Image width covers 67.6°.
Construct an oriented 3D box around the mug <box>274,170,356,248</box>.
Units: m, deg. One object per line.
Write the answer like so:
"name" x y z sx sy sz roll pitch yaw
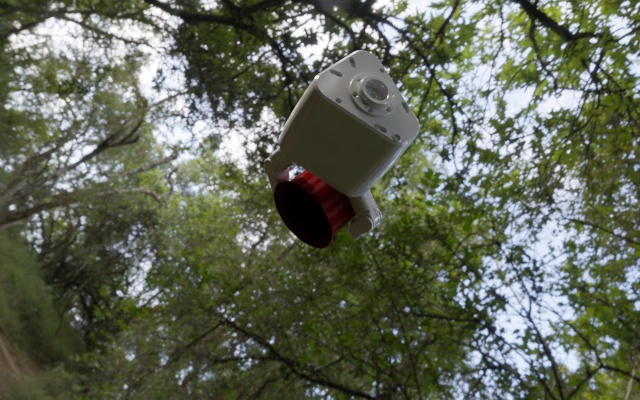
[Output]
"mug" 0.000 0.002 0.590 0.081 0.093 0.117 -38 -5 -33
